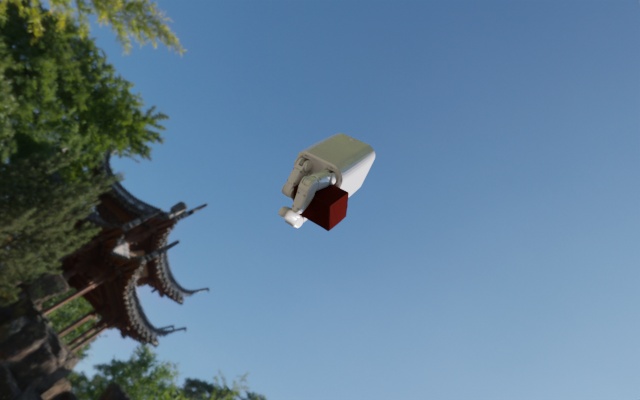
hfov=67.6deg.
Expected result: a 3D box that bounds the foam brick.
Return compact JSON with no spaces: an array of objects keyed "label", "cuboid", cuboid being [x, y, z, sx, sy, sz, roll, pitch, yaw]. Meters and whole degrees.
[{"label":"foam brick","cuboid":[0.000,0.003,0.778,0.078,0.053,0.051,28,42,29]}]
